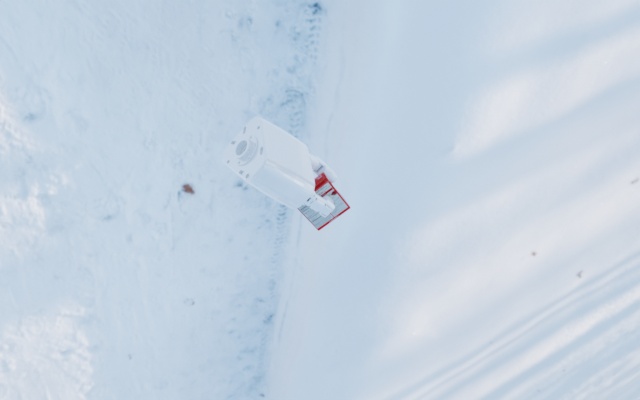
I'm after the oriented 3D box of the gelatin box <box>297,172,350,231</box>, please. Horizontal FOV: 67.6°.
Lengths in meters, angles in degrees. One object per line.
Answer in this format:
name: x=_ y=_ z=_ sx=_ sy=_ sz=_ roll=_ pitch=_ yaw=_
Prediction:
gelatin box: x=0.000 y=0.003 z=0.840 sx=0.089 sy=0.073 sz=0.030 roll=49 pitch=7 yaw=-43
